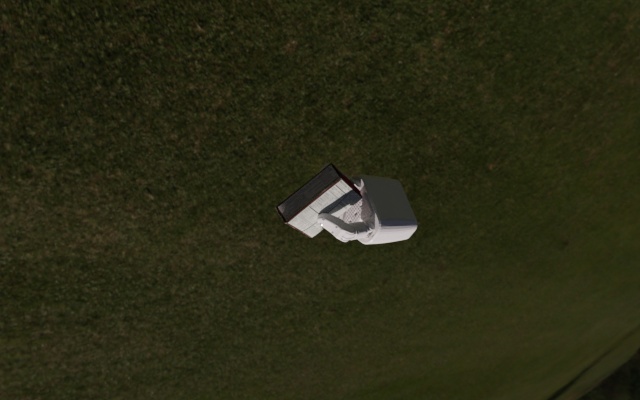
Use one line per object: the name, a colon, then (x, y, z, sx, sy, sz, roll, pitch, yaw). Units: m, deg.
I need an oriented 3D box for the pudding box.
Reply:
pudding box: (0.000, 0.003, 0.745, 0.113, 0.039, 0.090, -40, -32, 8)
